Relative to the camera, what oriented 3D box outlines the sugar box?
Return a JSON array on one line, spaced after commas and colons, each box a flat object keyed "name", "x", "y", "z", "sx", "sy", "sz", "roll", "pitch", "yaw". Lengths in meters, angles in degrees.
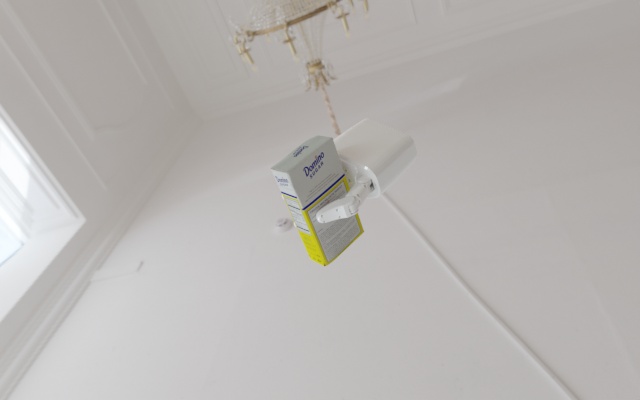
[{"name": "sugar box", "x": 0.000, "y": 0.002, "z": 0.704, "sx": 0.093, "sy": 0.176, "sz": 0.048, "roll": -40, "pitch": 35, "yaw": -28}]
